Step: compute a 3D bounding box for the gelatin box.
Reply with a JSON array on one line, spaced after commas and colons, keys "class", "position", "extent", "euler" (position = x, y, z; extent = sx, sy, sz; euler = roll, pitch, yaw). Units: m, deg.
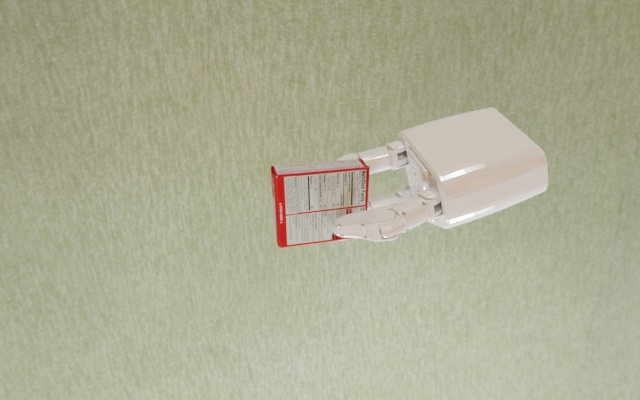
[{"class": "gelatin box", "position": [0.000, 0.002, 0.447], "extent": [0.089, 0.073, 0.030], "euler": [-7, 26, -13]}]
